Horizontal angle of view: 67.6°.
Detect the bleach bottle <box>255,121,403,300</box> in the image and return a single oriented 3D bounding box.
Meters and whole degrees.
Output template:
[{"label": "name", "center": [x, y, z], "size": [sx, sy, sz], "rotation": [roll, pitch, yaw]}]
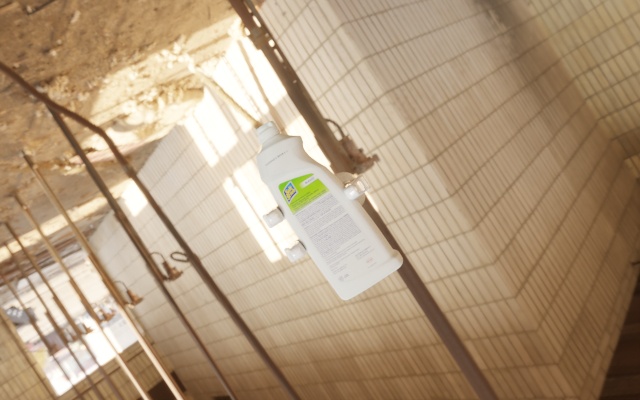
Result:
[{"label": "bleach bottle", "center": [0.000, 0.002, 0.637], "size": [0.102, 0.251, 0.068], "rotation": [-33, 1, 2]}]
